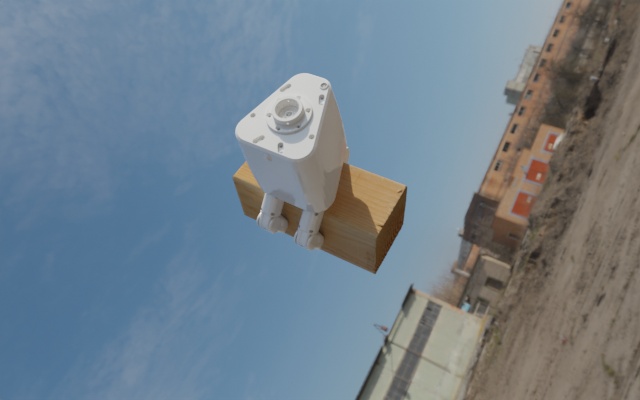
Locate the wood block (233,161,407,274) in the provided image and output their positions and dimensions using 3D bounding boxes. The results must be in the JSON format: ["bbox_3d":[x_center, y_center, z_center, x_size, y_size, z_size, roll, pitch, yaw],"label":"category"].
[{"bbox_3d":[0.000,0.002,0.634,0.206,0.090,0.090,23,-32,21],"label":"wood block"}]
